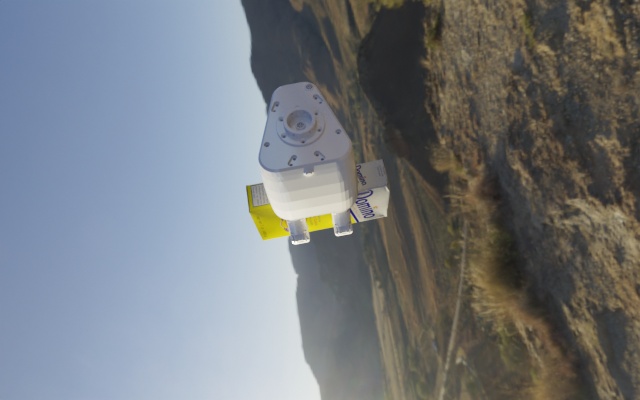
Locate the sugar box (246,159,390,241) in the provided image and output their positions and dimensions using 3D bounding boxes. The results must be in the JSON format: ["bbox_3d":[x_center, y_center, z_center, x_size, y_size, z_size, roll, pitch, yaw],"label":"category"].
[{"bbox_3d":[0.000,0.002,0.623,0.176,0.048,0.093,-9,-28,1],"label":"sugar box"}]
